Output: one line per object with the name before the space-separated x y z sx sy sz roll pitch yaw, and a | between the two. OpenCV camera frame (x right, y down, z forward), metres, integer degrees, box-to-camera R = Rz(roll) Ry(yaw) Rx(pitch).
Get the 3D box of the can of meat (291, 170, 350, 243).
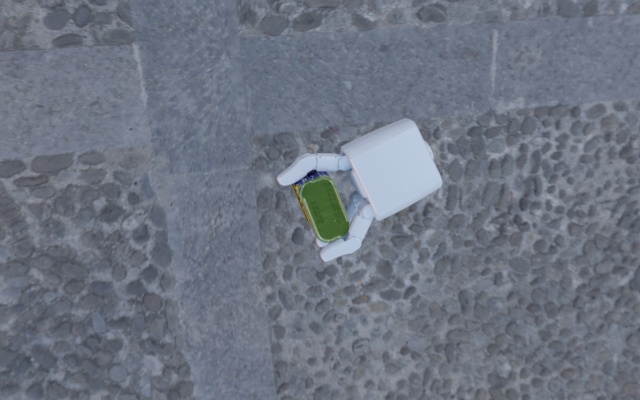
can of meat | 0.000 0.002 0.693 0.057 0.102 0.084 -23 19 -4
